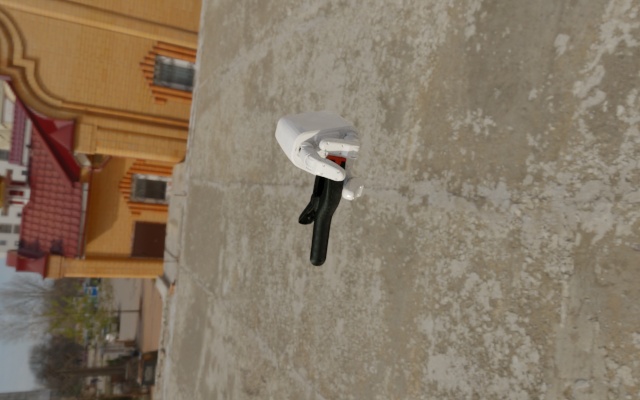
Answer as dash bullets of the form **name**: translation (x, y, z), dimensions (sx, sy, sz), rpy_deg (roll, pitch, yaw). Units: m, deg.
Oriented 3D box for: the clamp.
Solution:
- **clamp**: translation (0.000, 0.002, 0.746), dimensions (0.039, 0.171, 0.120), rpy_deg (5, 24, -25)
